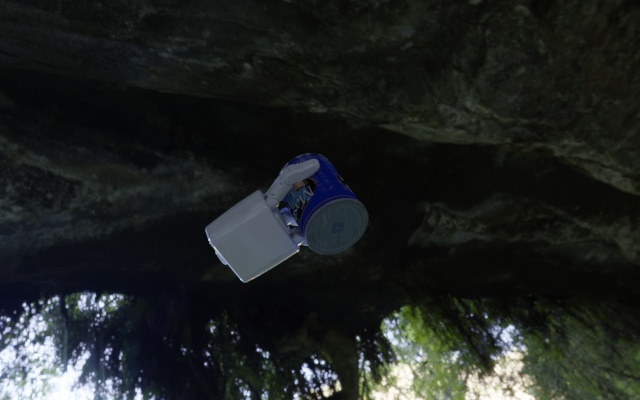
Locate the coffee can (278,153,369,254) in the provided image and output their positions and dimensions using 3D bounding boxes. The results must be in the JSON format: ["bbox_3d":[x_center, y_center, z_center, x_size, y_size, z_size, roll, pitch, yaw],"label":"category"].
[{"bbox_3d":[0.000,0.002,0.765,0.103,0.103,0.140,0,35,-27],"label":"coffee can"}]
